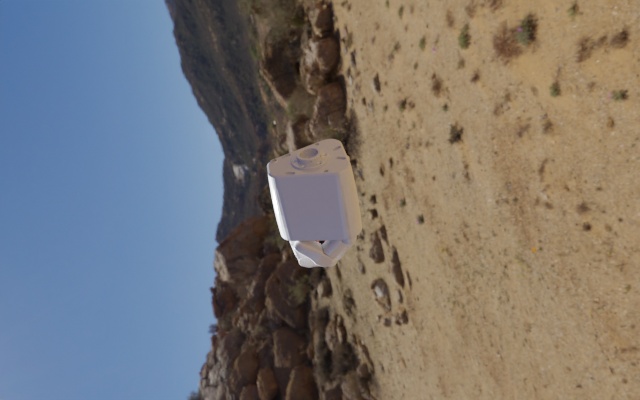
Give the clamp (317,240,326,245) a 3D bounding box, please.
[{"bbox_3d":[0.000,0.003,0.750,0.039,0.120,0.171,-13,35,-2],"label":"clamp"}]
